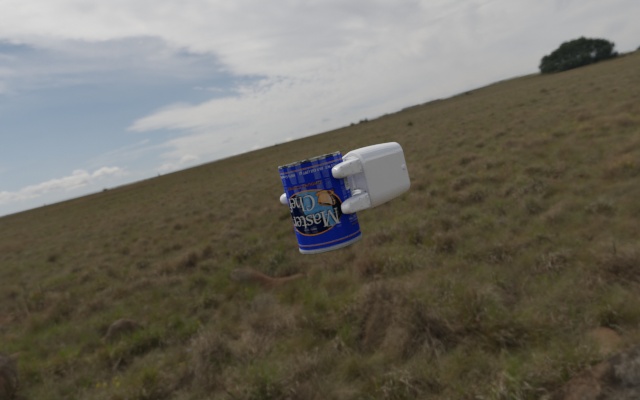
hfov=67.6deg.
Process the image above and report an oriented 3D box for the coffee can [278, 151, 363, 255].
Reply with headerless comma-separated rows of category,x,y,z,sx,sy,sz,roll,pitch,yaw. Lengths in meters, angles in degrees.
coffee can,0.000,0.003,0.752,0.103,0.140,0.103,-14,6,2
